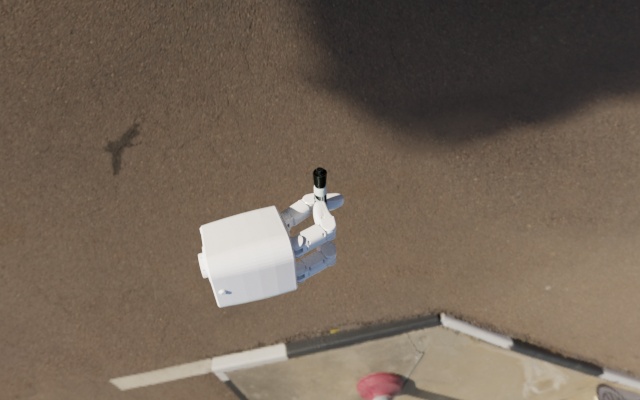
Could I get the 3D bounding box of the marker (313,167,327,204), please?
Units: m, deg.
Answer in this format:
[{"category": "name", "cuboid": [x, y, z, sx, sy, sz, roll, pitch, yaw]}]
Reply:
[{"category": "marker", "cuboid": [0.000, 0.002, 0.661, 0.020, 0.121, 0.020, -1, 45, 1]}]
